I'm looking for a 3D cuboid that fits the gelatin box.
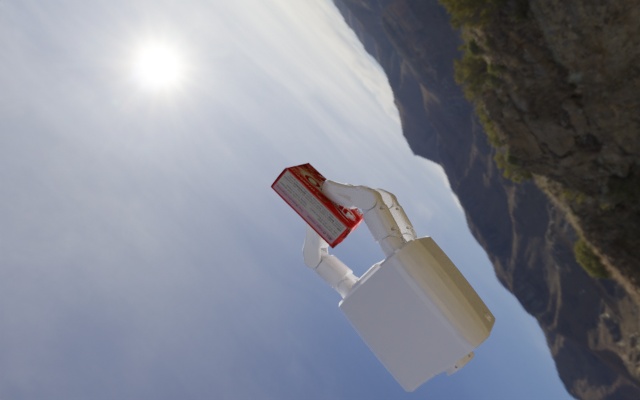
[{"bbox_3d":[0.000,0.002,0.491,0.089,0.030,0.073,44,17,6],"label":"gelatin box"}]
